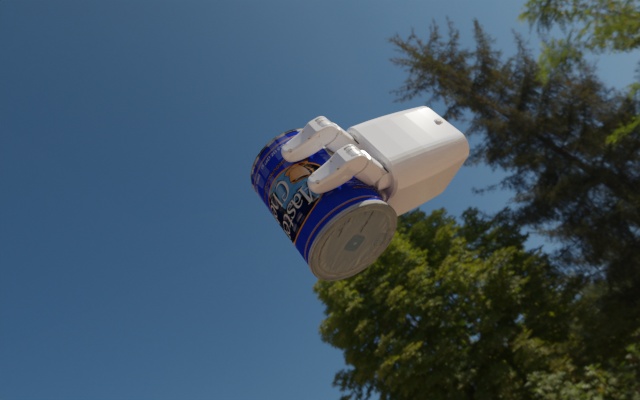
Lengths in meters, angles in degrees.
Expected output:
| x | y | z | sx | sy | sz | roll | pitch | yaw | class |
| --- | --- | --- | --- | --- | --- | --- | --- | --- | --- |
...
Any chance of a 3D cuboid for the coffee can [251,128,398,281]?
| x | y | z | sx | sy | sz | roll | pitch | yaw | class |
| --- | --- | --- | --- | --- | --- | --- | --- | --- | --- |
| 0.000 | 0.002 | 0.515 | 0.103 | 0.103 | 0.140 | 0 | 37 | -39 | coffee can |
